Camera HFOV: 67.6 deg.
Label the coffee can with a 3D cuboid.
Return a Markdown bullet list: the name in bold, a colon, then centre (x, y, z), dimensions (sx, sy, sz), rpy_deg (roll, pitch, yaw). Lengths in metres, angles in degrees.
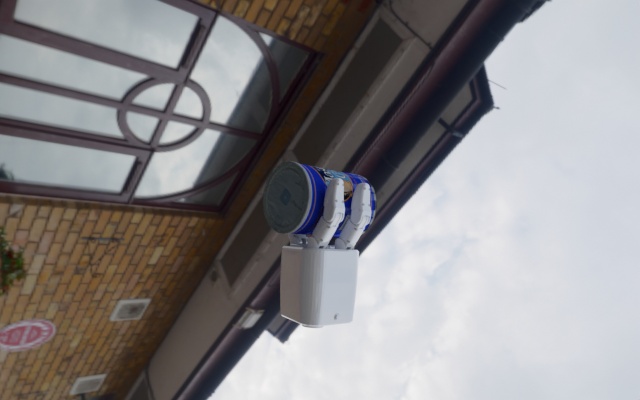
- **coffee can**: centre (0.000, 0.002, 0.715), dimensions (0.140, 0.103, 0.103), rpy_deg (8, -5, -43)
